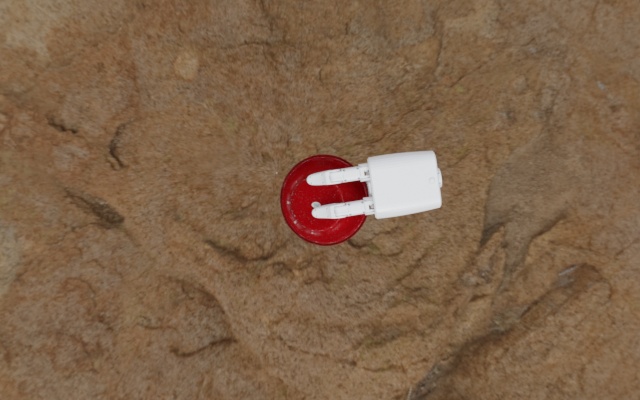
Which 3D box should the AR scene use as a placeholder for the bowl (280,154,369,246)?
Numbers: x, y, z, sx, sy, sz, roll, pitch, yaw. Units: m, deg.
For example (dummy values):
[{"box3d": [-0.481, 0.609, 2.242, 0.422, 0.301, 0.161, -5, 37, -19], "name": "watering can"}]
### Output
[{"box3d": [-0.001, 0.003, 0.813, 0.162, 0.162, 0.055, 0, 6, 14], "name": "bowl"}]
